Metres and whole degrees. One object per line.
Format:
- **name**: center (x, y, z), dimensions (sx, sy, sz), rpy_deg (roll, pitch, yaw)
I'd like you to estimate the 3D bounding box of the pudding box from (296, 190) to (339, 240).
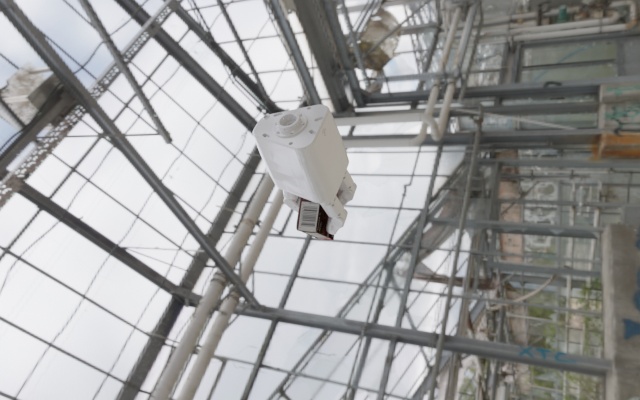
- **pudding box**: center (0.000, 0.003, 0.775), dimensions (0.039, 0.113, 0.090), rpy_deg (6, -10, 22)
